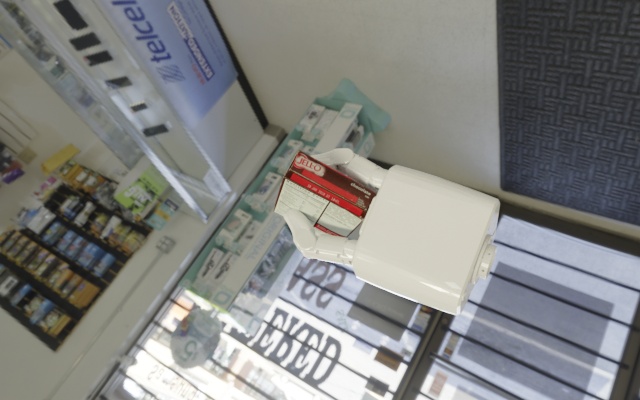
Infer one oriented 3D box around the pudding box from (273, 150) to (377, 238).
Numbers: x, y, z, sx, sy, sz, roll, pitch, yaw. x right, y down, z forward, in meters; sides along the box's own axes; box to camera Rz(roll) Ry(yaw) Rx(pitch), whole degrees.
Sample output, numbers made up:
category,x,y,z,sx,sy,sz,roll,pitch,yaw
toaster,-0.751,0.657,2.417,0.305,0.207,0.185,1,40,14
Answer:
category,x,y,z,sx,sy,sz,roll,pitch,yaw
pudding box,0.000,0.002,0.510,0.090,0.039,0.113,29,-24,-1
